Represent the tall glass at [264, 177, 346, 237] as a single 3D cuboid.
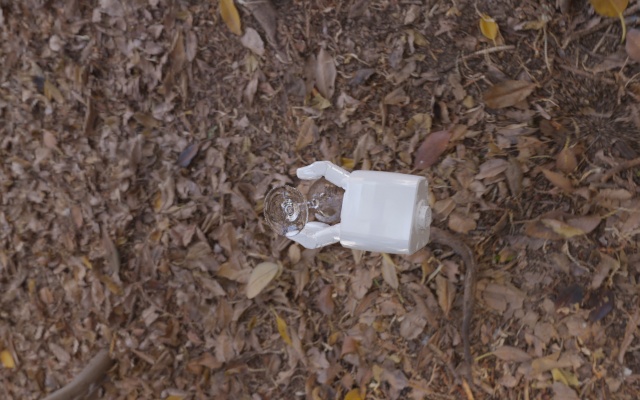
[{"bbox_3d":[0.000,0.002,0.754,0.079,0.079,0.201,0,7,30],"label":"tall glass"}]
